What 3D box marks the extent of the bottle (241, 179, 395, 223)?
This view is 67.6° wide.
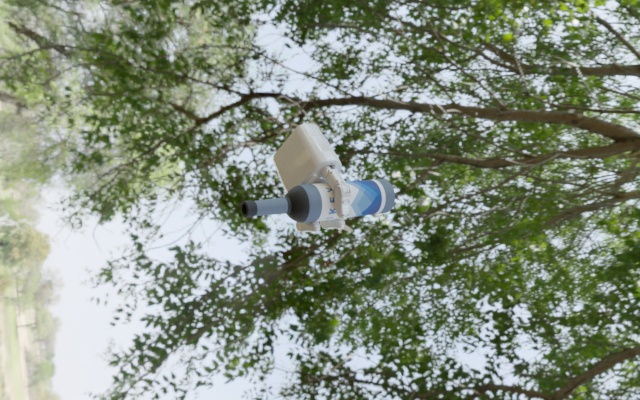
[{"bbox_3d":[0.000,0.003,0.847,0.295,0.069,0.069,-5,3,-33],"label":"bottle"}]
